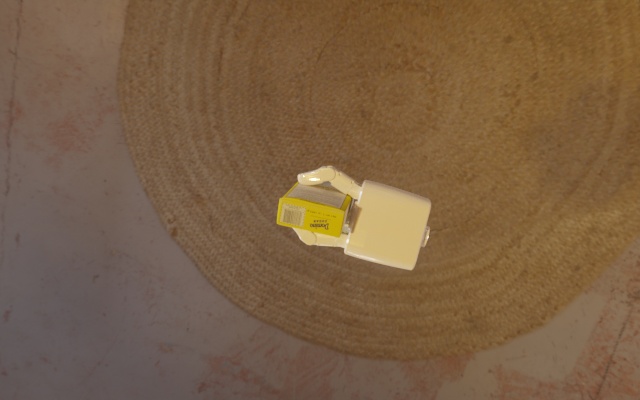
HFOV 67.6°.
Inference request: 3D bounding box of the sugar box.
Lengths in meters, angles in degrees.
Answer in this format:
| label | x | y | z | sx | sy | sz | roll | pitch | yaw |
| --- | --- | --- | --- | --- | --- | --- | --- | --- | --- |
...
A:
| label | x | y | z | sx | sy | sz | roll | pitch | yaw |
| --- | --- | --- | --- | --- | --- | --- | --- | --- | --- |
| sugar box | 0.000 | 0.003 | 0.733 | 0.093 | 0.048 | 0.176 | 13 | 14 | 7 |
